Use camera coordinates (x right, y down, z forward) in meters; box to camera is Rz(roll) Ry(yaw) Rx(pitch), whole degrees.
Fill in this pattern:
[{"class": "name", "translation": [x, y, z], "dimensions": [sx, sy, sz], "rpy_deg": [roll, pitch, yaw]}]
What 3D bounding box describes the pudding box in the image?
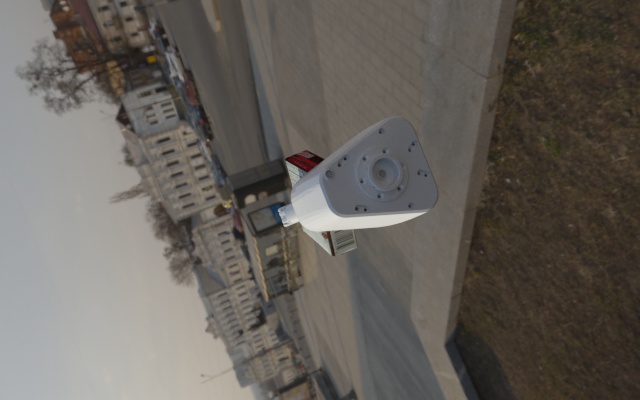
[{"class": "pudding box", "translation": [0.000, 0.002, 0.590], "dimensions": [0.039, 0.113, 0.090], "rpy_deg": [-21, 26, -19]}]
